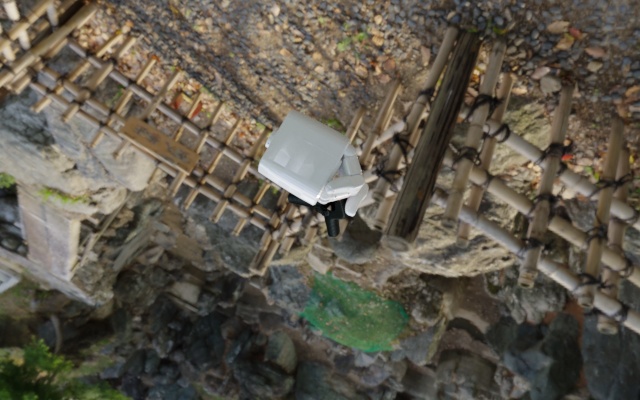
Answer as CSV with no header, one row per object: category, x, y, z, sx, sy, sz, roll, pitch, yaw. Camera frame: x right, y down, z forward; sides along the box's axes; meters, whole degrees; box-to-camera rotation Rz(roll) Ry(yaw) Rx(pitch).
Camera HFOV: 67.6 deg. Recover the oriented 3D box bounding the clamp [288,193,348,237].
clamp,0.000,0.003,0.844,0.120,0.039,0.171,32,-27,1
